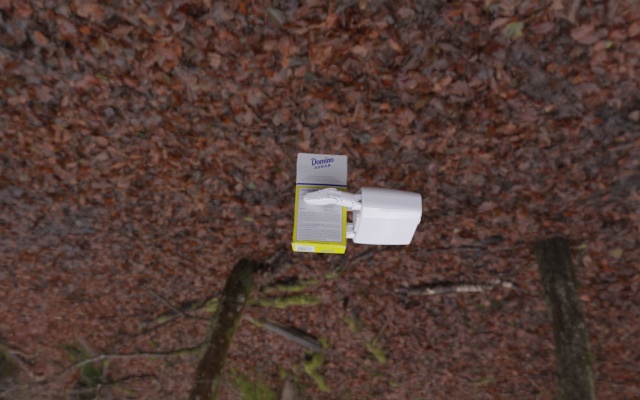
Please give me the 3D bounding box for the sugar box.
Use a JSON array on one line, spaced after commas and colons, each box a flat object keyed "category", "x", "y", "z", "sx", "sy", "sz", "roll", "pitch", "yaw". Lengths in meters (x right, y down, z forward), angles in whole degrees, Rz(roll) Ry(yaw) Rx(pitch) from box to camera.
[{"category": "sugar box", "x": 0.000, "y": 0.003, "z": 0.853, "sx": 0.093, "sy": 0.176, "sz": 0.048, "roll": 4, "pitch": -25, "yaw": -2}]
